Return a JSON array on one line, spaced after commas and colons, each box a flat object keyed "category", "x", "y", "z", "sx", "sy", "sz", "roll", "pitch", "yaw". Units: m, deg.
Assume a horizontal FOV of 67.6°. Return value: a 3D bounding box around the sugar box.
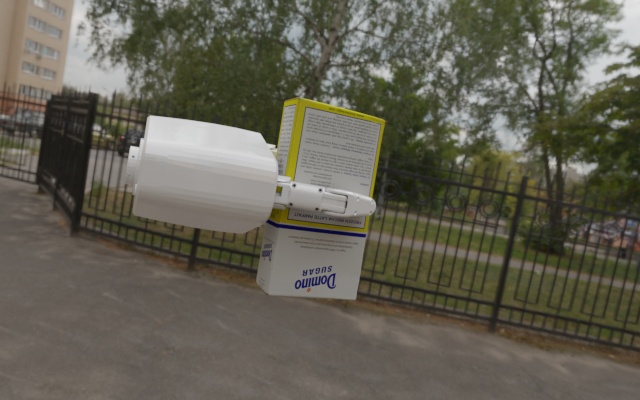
[{"category": "sugar box", "x": 0.000, "y": 0.001, "z": 0.449, "sx": 0.093, "sy": 0.176, "sz": 0.048, "roll": 9, "pitch": 5, "yaw": -24}]
